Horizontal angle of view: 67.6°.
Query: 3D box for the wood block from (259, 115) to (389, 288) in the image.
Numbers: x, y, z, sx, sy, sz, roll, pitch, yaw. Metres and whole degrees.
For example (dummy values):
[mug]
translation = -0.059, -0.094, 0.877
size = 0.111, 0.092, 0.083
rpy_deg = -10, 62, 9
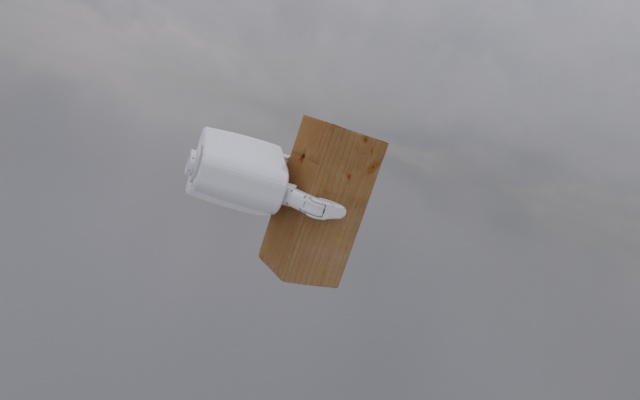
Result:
[wood block]
translation = 0.000, 0.002, 0.641
size = 0.090, 0.206, 0.090
rpy_deg = 13, 10, -32
